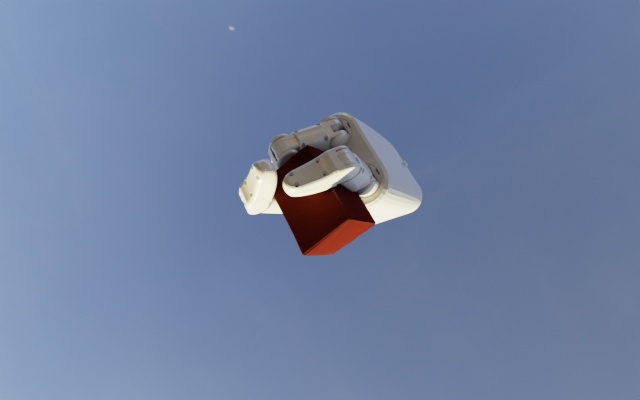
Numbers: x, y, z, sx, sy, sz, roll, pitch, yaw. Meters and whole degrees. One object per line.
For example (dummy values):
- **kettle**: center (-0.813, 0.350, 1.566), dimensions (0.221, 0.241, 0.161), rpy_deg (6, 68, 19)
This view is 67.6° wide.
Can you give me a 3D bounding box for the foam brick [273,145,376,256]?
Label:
- **foam brick**: center (0.000, 0.002, 0.407), dimensions (0.053, 0.078, 0.051), rpy_deg (-37, -24, 21)
